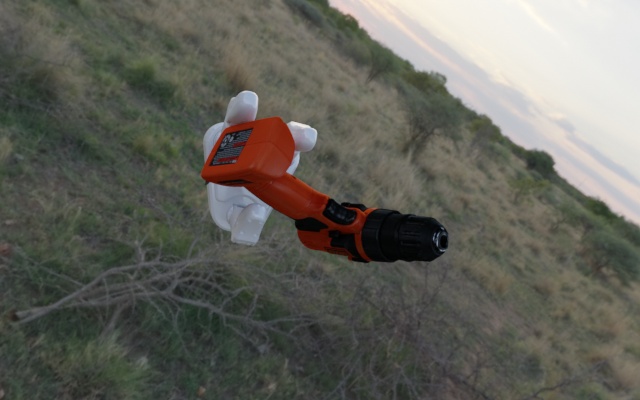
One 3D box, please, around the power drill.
[{"bbox_3d":[0.000,0.001,0.435,0.184,0.057,0.188,-1,-32,49],"label":"power drill"}]
